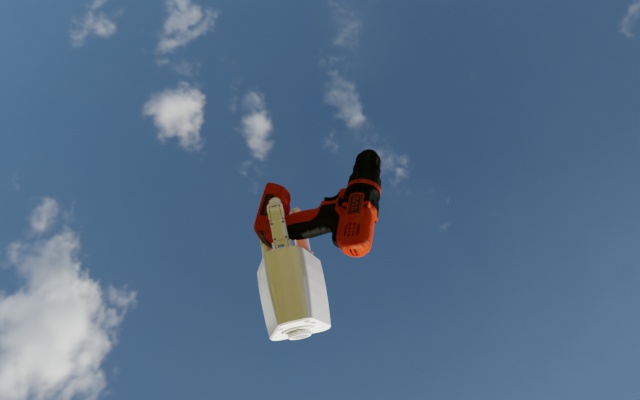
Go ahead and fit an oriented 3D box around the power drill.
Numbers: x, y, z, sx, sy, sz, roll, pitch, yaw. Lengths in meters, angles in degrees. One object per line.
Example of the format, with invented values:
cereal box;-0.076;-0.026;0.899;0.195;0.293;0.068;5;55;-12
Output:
power drill;0.000;0.003;0.735;0.187;0.184;0.057;-6;-40;24
